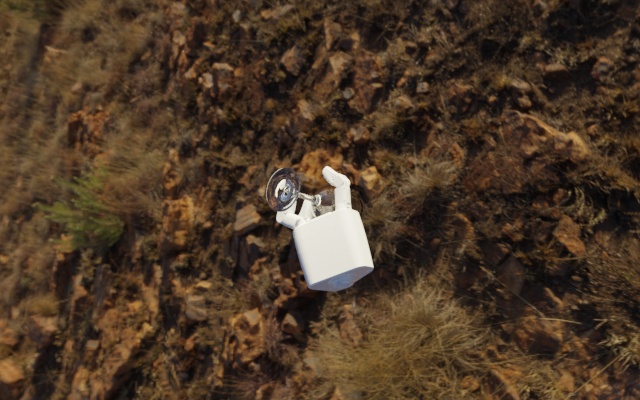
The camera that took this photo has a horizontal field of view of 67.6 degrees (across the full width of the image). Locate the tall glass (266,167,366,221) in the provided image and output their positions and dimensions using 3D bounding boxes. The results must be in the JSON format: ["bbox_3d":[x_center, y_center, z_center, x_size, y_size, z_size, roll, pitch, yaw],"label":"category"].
[{"bbox_3d":[0.000,0.002,0.849,0.079,0.079,0.201,0,-12,39],"label":"tall glass"}]
